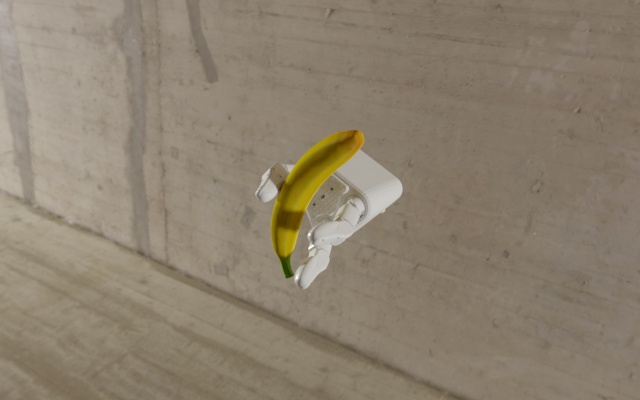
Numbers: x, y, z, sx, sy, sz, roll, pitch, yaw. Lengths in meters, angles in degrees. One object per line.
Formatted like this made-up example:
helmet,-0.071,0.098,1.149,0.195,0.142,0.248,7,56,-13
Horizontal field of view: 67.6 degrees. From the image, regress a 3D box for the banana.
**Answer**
banana,-0.014,-0.006,0.537,0.069,0.198,0.037,40,31,24
